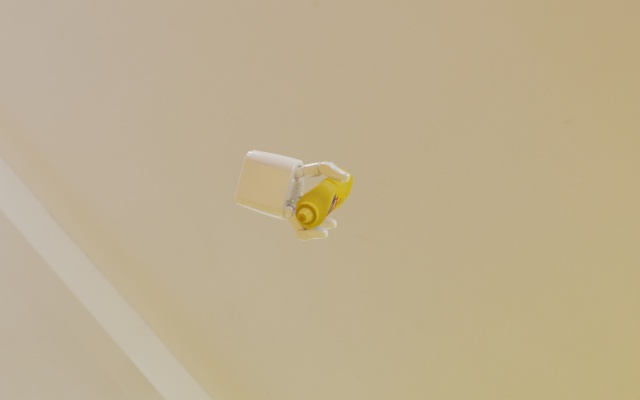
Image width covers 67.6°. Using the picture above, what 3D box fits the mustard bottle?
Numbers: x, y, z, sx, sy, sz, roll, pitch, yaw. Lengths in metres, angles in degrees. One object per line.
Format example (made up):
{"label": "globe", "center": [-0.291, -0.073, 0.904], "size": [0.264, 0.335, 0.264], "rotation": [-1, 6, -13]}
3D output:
{"label": "mustard bottle", "center": [0.001, 0.003, 0.889], "size": [0.058, 0.096, 0.191], "rotation": [38, 26, 7]}
